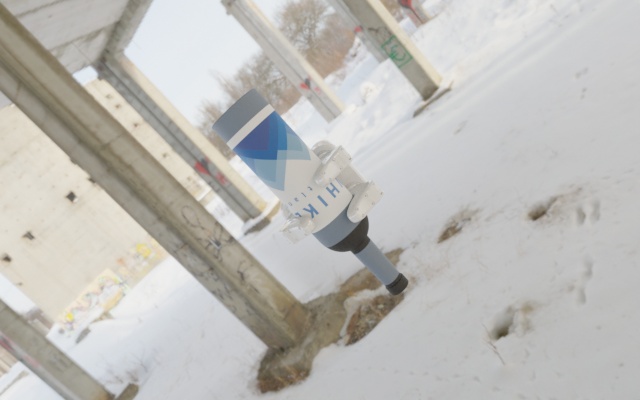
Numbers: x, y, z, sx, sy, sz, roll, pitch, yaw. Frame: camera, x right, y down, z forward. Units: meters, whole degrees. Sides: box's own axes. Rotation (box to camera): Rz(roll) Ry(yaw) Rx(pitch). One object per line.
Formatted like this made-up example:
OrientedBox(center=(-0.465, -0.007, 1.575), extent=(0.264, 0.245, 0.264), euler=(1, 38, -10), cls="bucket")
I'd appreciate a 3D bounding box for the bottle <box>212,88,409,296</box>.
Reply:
OrientedBox(center=(0.000, 0.002, 0.564), extent=(0.069, 0.296, 0.069), euler=(-41, 10, 9), cls="bottle")
